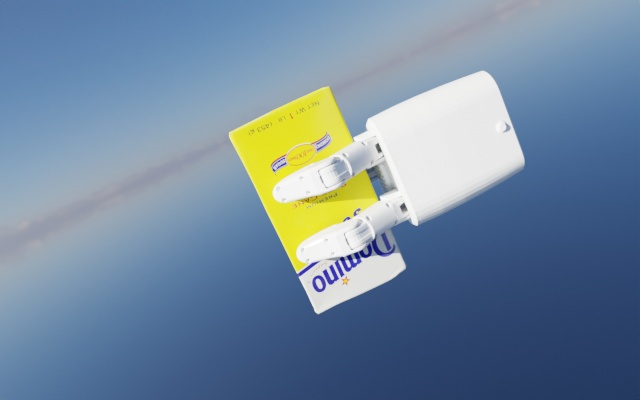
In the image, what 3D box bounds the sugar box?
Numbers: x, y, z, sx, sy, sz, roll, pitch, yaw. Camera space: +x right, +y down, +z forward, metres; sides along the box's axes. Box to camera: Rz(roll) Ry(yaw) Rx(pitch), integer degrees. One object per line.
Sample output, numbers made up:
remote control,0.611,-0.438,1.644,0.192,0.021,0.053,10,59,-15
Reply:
sugar box,0.000,0.001,0.418,0.093,0.176,0.048,-26,11,-2
